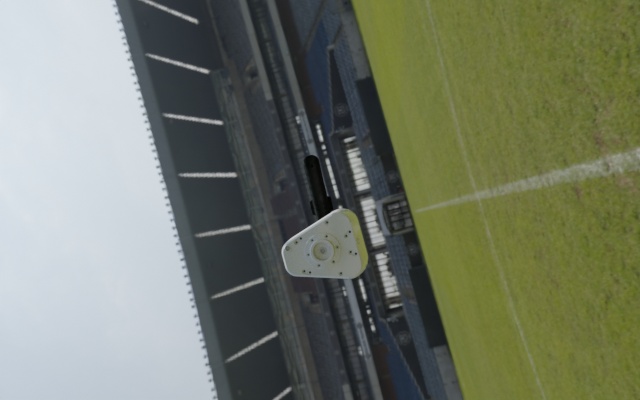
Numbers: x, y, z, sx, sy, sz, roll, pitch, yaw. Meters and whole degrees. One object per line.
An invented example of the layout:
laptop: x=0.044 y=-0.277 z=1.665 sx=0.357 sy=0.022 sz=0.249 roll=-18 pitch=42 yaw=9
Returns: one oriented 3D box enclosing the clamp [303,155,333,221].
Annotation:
clamp: x=0.000 y=0.003 z=0.770 sx=0.039 sy=0.171 sz=0.120 roll=-16 pitch=-3 yaw=6
